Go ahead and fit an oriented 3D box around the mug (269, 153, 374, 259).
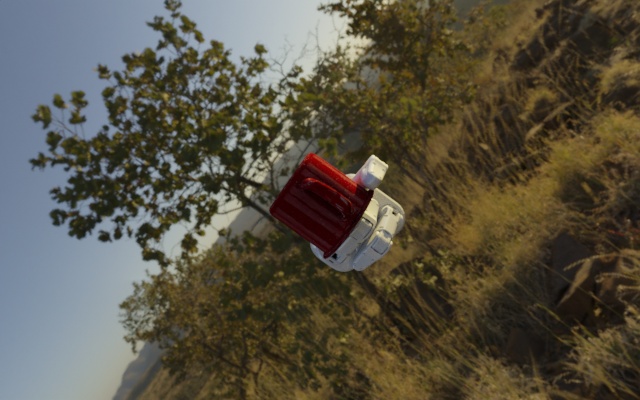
[{"bbox_3d":[0.000,0.002,0.506,0.081,0.093,0.117,35,-8,-4],"label":"mug"}]
